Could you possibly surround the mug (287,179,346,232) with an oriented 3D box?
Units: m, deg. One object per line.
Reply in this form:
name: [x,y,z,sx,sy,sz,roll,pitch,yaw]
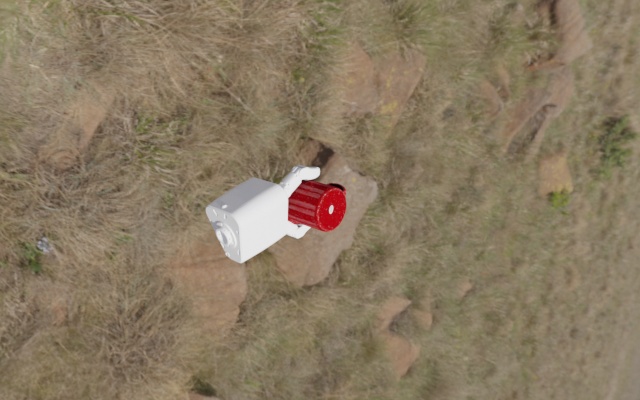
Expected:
mug: [0.001,0.002,0.867,0.081,0.093,0.117,17,38,40]
